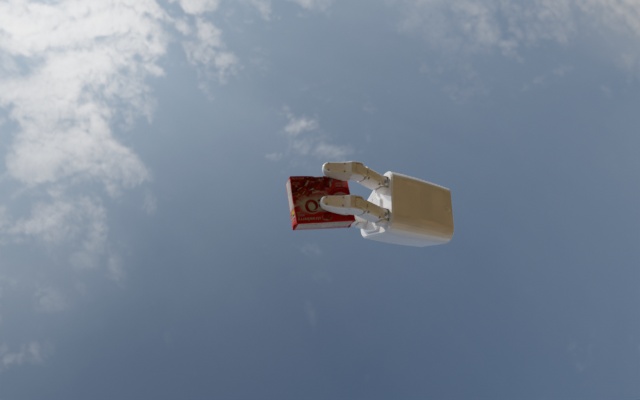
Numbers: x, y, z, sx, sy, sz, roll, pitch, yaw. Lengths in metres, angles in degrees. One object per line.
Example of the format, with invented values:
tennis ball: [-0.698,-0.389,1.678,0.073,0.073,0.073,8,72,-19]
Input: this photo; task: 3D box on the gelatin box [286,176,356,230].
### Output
gelatin box: [0.000,0.002,0.679,0.089,0.073,0.030,-2,-23,-18]
